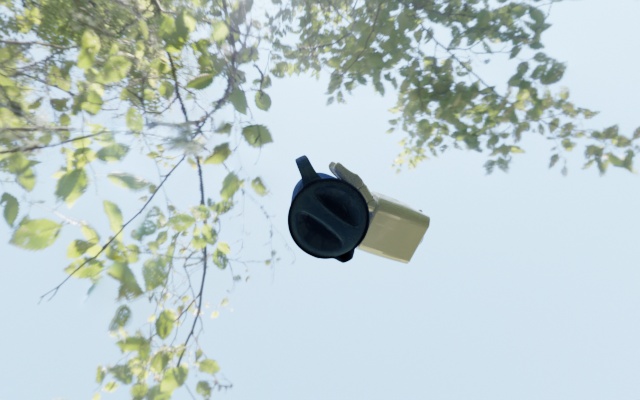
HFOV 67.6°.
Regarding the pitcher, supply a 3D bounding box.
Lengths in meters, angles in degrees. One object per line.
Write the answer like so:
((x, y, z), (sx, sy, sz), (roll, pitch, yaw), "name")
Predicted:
((0.000, 0.003, 0.874), (0.145, 0.149, 0.243), (18, 7, -8), "pitcher")
